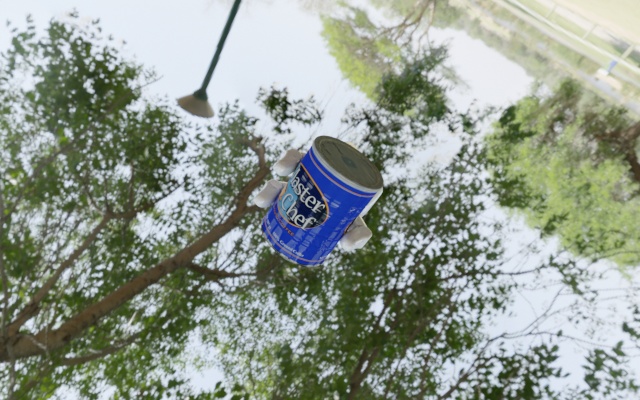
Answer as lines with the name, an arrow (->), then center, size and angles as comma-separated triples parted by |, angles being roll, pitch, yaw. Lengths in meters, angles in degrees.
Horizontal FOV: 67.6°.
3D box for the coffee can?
coffee can -> 0.000, 0.002, 0.618 | 0.103, 0.140, 0.102 | 28, 28, -16
